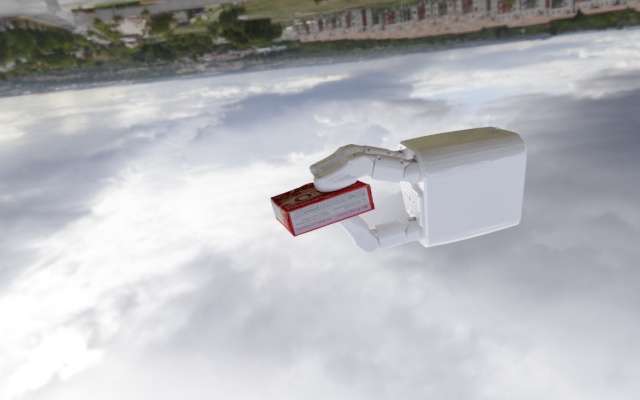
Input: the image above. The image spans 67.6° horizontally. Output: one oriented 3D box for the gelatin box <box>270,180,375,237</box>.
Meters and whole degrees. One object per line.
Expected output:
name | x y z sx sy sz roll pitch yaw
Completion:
gelatin box | 0.000 0.002 0.488 0.089 0.030 0.073 -19 17 -14
